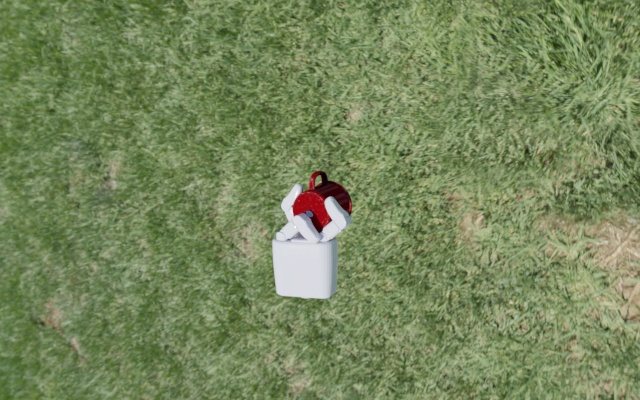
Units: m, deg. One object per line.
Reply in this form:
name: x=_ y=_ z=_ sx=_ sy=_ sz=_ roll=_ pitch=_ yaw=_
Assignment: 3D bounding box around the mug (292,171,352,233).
mug: x=0.000 y=0.002 z=0.896 sx=0.093 sy=0.117 sz=0.081 roll=3 pitch=13 yaw=29
